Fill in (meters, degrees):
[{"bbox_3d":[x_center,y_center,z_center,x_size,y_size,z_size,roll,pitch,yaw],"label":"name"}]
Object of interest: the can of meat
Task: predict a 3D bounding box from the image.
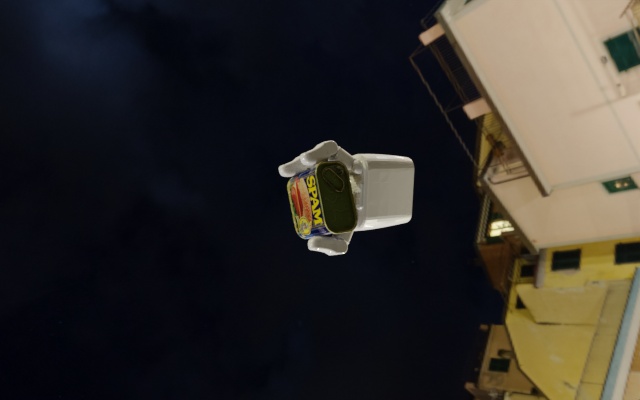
[{"bbox_3d":[0.000,0.002,0.689,0.057,0.102,0.084,-6,-7,-36],"label":"can of meat"}]
